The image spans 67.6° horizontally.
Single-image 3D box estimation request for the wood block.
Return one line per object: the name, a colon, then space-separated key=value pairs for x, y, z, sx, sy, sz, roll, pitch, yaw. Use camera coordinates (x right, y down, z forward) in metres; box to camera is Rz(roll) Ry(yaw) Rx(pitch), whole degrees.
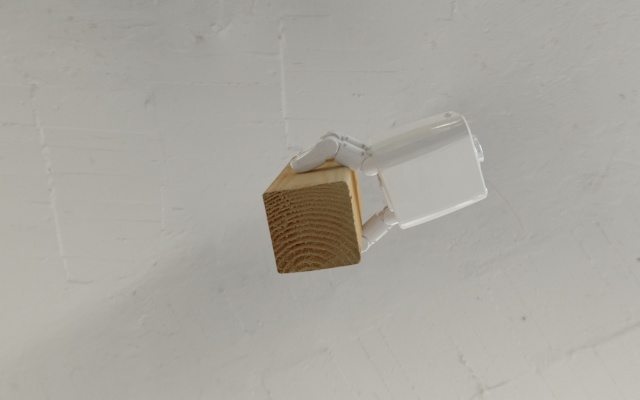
wood block: x=0.001 y=0.002 z=0.577 sx=0.090 sy=0.091 sz=0.206 roll=-9 pitch=14 yaw=8
